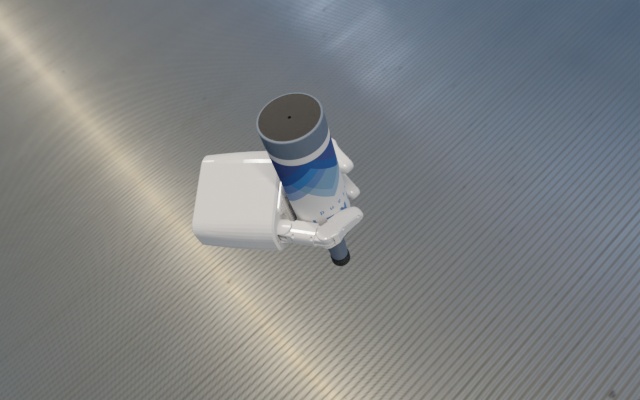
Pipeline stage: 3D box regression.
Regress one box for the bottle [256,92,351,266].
[{"bbox_3d":[0.000,0.002,0.572,0.069,0.069,0.296,0,-34,14],"label":"bottle"}]
